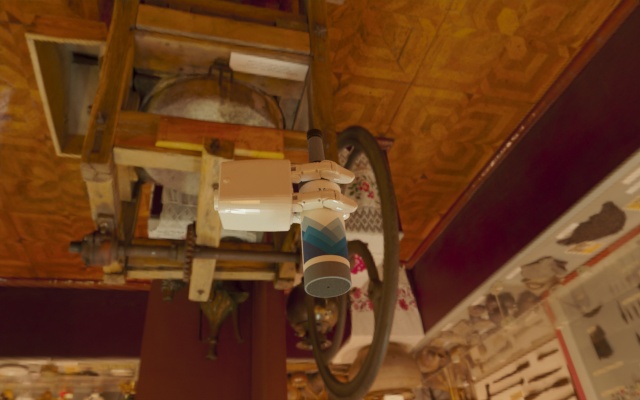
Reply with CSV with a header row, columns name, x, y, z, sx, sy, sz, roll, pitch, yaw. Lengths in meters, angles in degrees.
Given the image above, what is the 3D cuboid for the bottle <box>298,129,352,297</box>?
name,x,y,z,sx,sy,sz,roll,pitch,yaw
bottle,0.000,0.003,0.751,0.069,0.295,0.069,-3,-35,-2
